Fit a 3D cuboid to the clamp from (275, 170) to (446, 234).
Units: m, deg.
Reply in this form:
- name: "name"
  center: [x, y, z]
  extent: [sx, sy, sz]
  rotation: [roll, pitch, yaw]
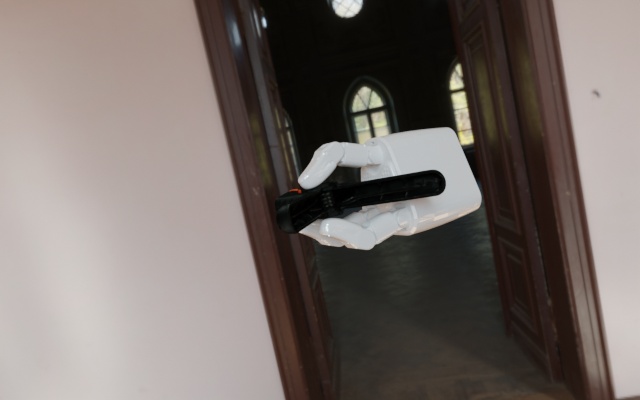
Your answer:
- name: "clamp"
  center: [0.000, 0.001, 0.493]
  extent: [0.164, 0.036, 0.210]
  rotation: [-13, 5, -28]
